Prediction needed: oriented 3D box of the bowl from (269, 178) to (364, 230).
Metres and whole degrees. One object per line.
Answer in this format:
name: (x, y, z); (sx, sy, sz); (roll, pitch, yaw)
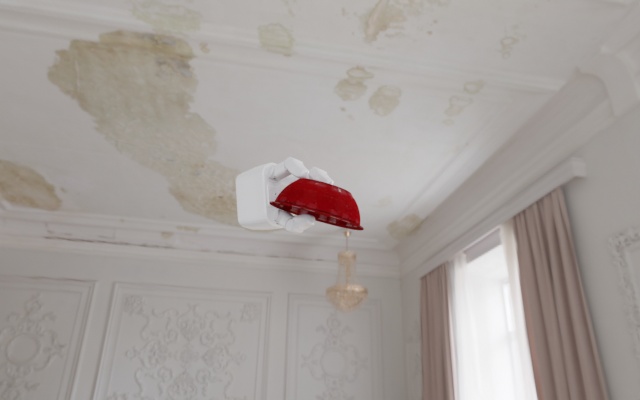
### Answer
bowl: (0.001, 0.002, 0.791); (0.162, 0.055, 0.162); (16, -6, 2)
